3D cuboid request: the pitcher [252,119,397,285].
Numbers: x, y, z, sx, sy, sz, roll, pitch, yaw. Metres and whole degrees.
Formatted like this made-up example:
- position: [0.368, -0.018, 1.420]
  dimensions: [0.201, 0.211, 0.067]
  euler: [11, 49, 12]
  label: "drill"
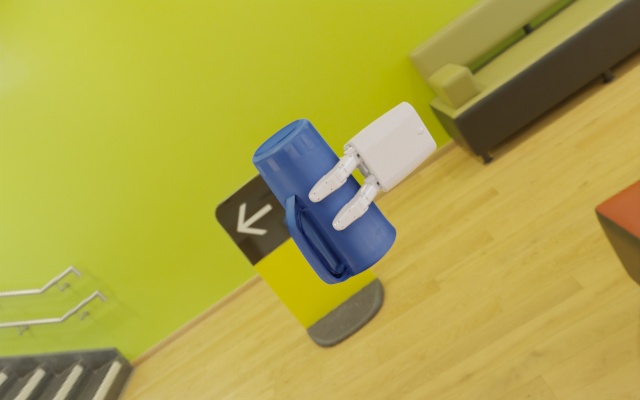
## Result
- position: [0.000, 0.002, 0.749]
  dimensions: [0.145, 0.243, 0.149]
  euler: [-38, 18, -3]
  label: "pitcher"
